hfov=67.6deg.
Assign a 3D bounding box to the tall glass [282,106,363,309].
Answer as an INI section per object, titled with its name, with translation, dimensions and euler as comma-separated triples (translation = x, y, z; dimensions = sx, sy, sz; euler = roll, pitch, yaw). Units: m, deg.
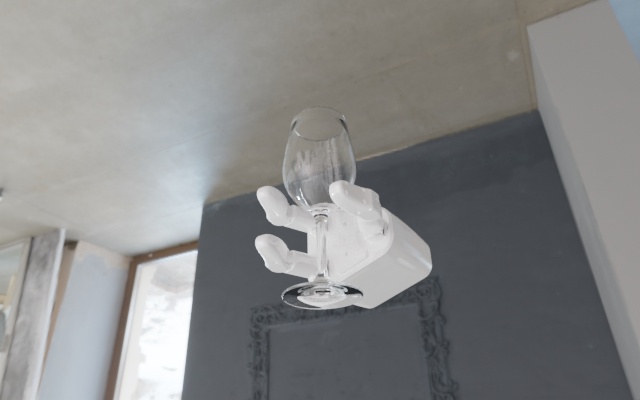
[tall glass]
translation = 0.000, 0.002, 0.482
dimensions = 0.079, 0.201, 0.079
euler = -1, -29, -1
